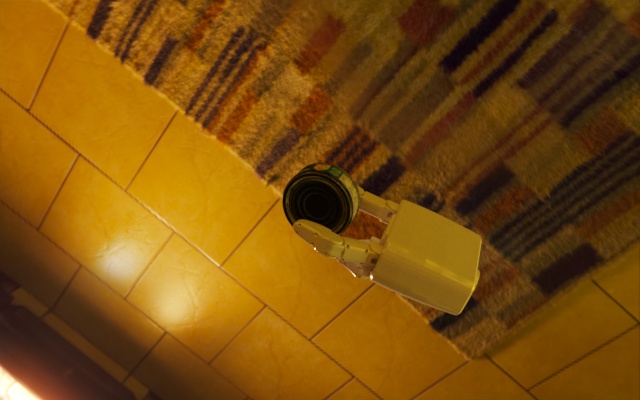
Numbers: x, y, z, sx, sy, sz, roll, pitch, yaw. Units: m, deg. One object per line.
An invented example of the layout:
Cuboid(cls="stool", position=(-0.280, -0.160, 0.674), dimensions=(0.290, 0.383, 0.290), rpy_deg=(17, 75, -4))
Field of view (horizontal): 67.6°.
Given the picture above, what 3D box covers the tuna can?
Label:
Cuboid(cls="tuna can", position=(0.000, 0.002, 0.548), dimensions=(0.086, 0.086, 0.033), rpy_deg=(0, 21, 20))
